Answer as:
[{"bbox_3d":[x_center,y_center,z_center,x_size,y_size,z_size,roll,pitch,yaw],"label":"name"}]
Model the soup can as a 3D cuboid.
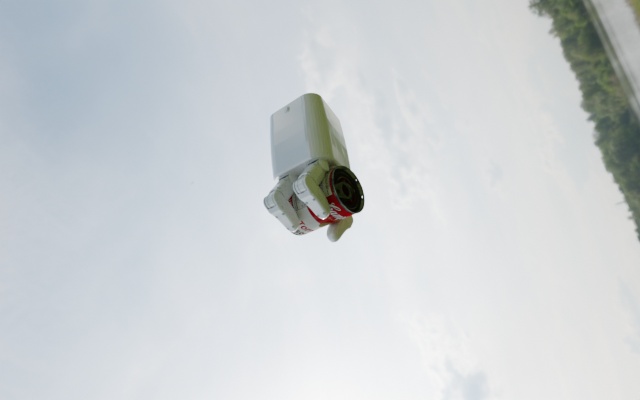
[{"bbox_3d":[0.000,0.003,0.658,0.102,0.068,0.068,-24,-14,34],"label":"soup can"}]
